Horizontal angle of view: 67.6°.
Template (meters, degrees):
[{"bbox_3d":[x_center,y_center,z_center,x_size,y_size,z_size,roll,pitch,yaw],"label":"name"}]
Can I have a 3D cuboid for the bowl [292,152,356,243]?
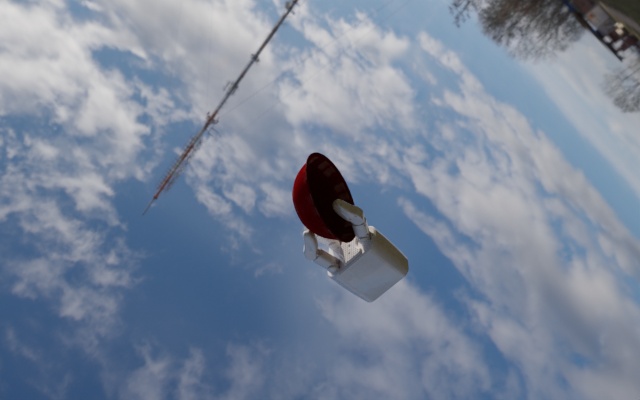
[{"bbox_3d":[-0.001,0.002,0.808,0.055,0.162,0.162,-22,-10,25],"label":"bowl"}]
